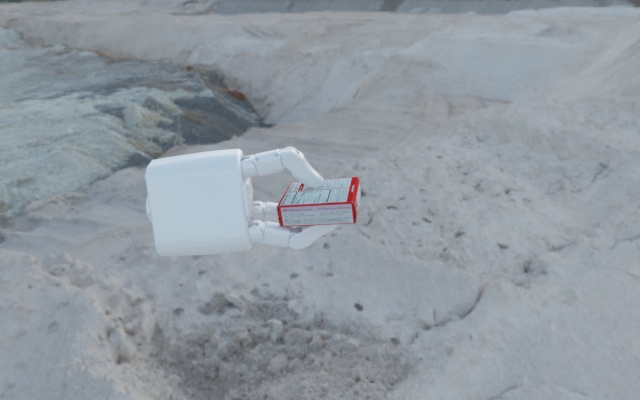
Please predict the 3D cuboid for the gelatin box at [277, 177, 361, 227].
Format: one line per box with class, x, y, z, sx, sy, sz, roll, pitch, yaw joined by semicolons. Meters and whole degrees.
gelatin box;0.000;0.001;0.559;0.089;0.030;0.073;-4;24;11
